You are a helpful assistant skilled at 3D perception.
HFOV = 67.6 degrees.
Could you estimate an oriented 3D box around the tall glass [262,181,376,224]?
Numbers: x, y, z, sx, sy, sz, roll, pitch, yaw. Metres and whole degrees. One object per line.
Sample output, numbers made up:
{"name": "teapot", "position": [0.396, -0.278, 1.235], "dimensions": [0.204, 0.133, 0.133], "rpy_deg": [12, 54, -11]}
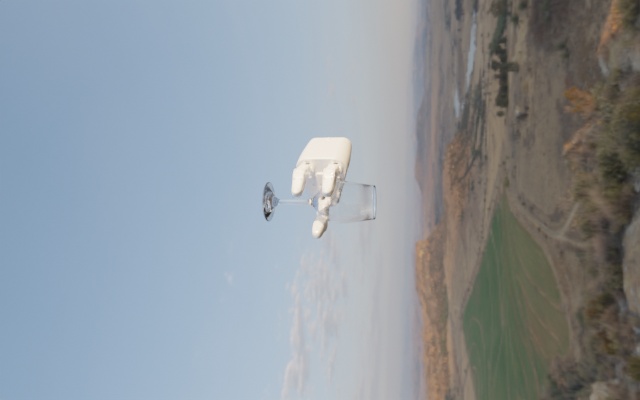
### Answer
{"name": "tall glass", "position": [-0.001, 0.003, 0.875], "dimensions": [0.201, 0.079, 0.079], "rpy_deg": [1, 0, 12]}
